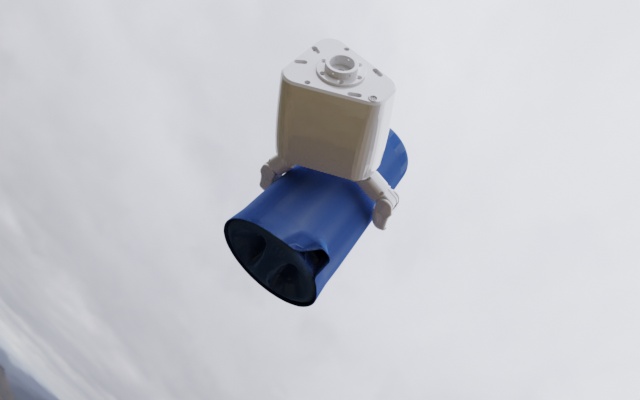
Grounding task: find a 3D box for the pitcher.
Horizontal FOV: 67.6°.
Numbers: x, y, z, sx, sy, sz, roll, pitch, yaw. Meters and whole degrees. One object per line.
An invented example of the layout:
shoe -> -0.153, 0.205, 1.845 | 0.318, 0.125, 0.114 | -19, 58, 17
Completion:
pitcher -> 0.000, 0.002, 0.601 | 0.149, 0.145, 0.242 | 31, 55, 18
